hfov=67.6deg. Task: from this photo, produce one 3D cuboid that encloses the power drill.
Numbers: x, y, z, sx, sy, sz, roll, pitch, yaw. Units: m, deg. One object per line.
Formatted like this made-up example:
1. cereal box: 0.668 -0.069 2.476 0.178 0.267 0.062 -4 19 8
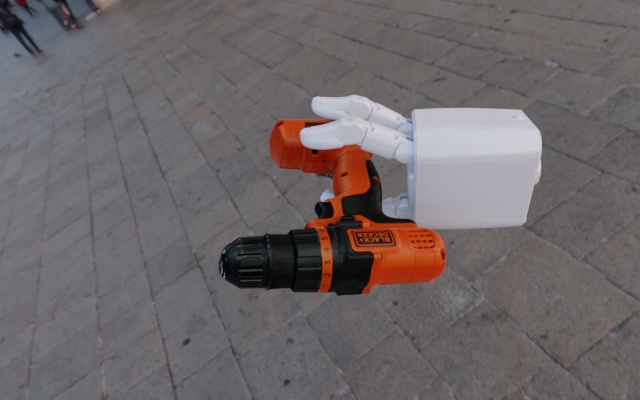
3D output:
1. power drill: 0.000 0.001 0.432 0.184 0.187 0.057 1 -45 -15
